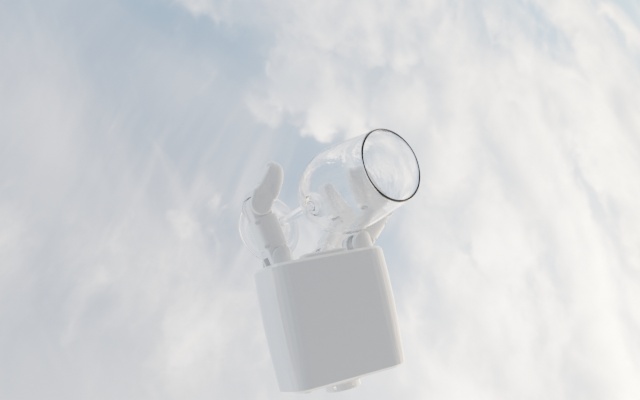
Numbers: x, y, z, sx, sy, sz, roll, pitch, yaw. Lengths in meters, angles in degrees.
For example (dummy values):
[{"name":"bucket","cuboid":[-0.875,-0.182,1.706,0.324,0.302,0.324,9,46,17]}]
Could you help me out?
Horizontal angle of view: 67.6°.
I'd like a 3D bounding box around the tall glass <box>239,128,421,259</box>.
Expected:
[{"name":"tall glass","cuboid":[0.000,0.002,0.447,0.079,0.079,0.201,0,-18,-36]}]
